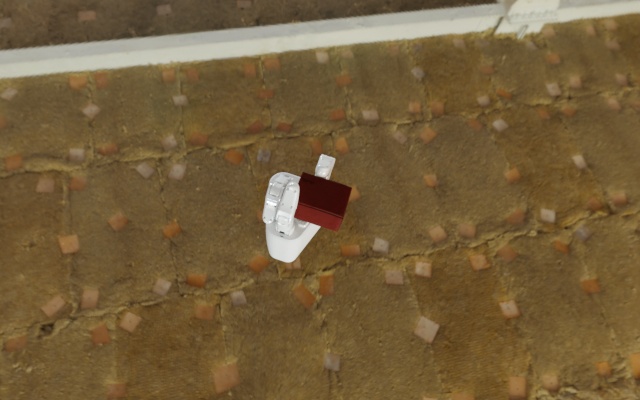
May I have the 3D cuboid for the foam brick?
[{"bbox_3d":[0.000,0.002,0.691,0.078,0.053,0.051,19,-28,3],"label":"foam brick"}]
